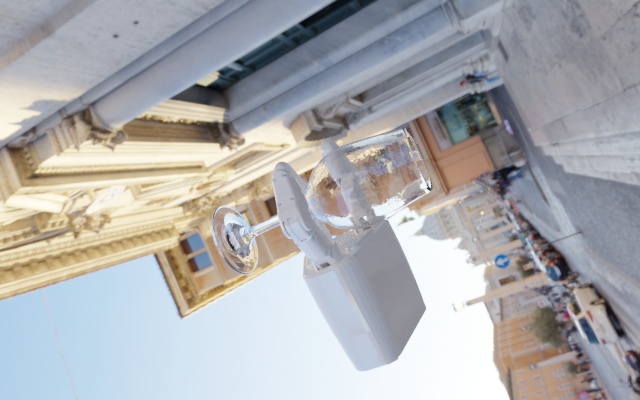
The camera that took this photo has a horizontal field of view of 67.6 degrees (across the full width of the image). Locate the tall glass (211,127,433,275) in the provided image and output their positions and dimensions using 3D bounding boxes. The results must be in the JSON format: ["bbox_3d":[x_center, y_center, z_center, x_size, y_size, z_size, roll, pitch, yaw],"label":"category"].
[{"bbox_3d":[-0.001,0.002,0.450,0.201,0.079,0.079,-24,-8,19],"label":"tall glass"}]
